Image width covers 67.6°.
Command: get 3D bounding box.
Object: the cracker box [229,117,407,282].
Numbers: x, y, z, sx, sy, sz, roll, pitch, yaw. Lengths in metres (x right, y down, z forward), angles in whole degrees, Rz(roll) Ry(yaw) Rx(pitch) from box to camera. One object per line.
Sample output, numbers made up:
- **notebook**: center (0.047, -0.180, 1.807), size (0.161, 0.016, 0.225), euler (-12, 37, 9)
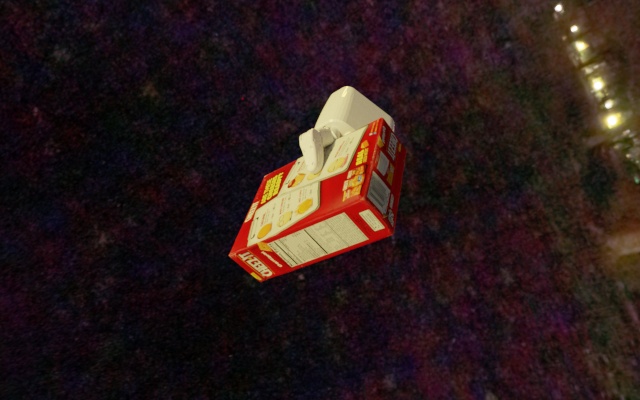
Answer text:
- **cracker box**: center (0.000, 0.002, 0.622), size (0.214, 0.072, 0.164), euler (-24, 31, 33)
